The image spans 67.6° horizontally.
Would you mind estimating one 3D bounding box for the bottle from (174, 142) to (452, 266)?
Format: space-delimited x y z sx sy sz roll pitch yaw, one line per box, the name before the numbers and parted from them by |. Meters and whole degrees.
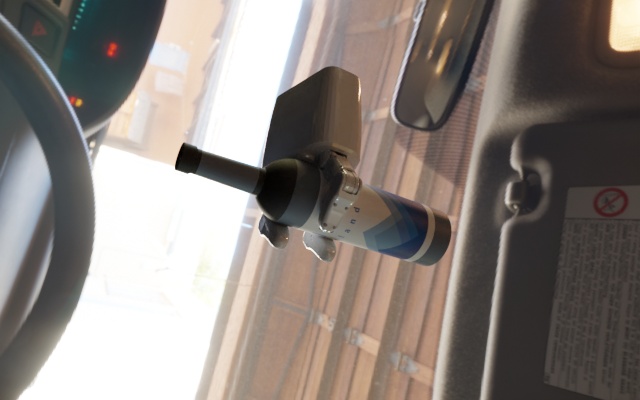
bottle | 0.000 0.002 0.490 0.296 0.069 0.069 18 -8 -24
